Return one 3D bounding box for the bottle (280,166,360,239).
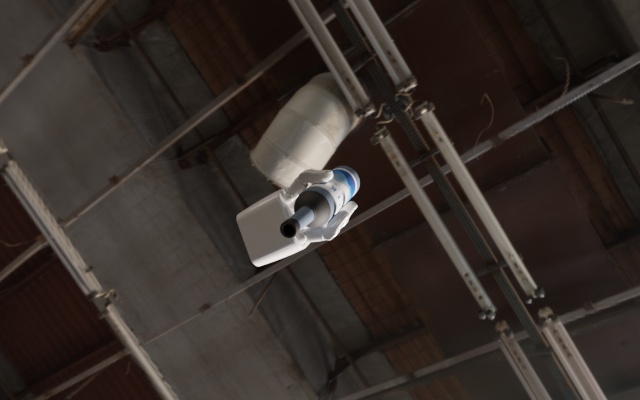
[{"bbox_3d":[0.000,0.003,0.829,0.069,0.069,0.295,0,16,19],"label":"bottle"}]
